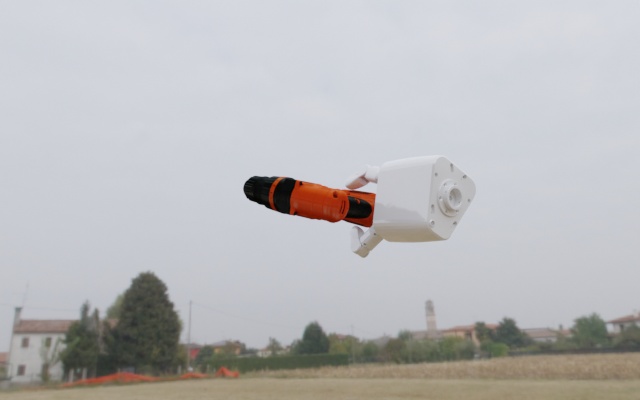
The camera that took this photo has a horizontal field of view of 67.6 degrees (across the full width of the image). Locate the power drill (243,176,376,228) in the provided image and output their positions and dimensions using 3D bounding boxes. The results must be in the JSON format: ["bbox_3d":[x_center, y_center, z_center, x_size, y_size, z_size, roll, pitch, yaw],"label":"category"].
[{"bbox_3d":[0.001,0.002,0.724,0.184,0.057,0.187,14,4,39],"label":"power drill"}]
